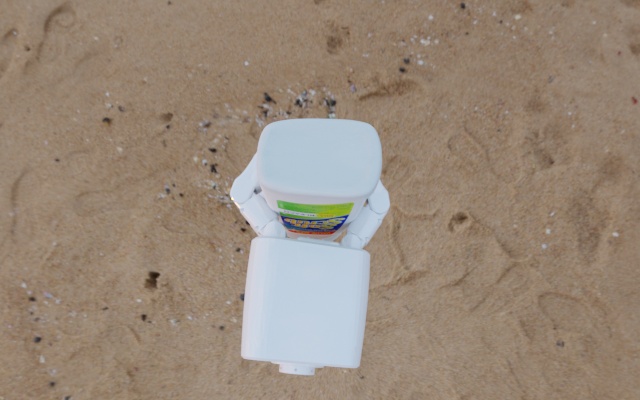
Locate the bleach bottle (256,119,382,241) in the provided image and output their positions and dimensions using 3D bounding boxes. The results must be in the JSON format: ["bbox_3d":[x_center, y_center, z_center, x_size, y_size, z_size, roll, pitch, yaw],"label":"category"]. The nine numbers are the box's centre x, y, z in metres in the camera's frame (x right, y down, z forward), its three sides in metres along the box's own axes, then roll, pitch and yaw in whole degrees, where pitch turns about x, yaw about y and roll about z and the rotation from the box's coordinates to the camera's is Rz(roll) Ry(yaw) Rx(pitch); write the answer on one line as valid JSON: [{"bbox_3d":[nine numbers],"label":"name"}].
[{"bbox_3d":[0.000,0.002,0.489,0.102,0.068,0.251,3,-17,3],"label":"bleach bottle"}]
